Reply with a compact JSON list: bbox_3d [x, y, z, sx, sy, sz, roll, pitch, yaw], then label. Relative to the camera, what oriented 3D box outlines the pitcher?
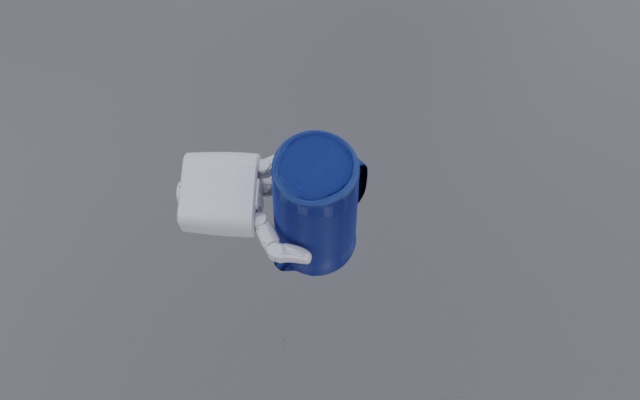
[{"bbox_3d":[0.000,0.002,0.679,0.145,0.149,0.243,2,-26,0],"label":"pitcher"}]
